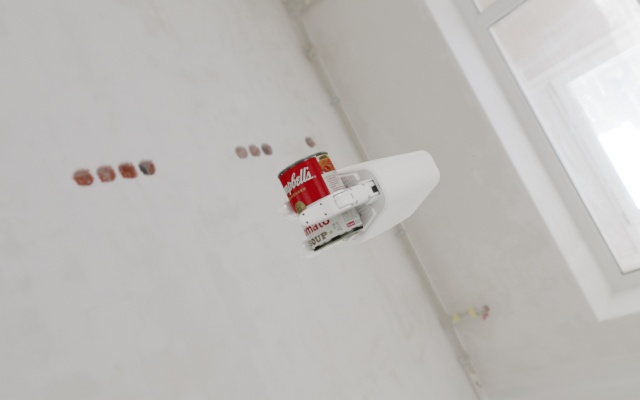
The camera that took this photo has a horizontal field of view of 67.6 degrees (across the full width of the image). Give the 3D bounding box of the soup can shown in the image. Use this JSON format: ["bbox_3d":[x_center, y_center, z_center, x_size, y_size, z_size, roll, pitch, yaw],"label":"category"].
[{"bbox_3d":[0.000,0.002,0.573,0.068,0.102,0.068,-25,-7,-3],"label":"soup can"}]
